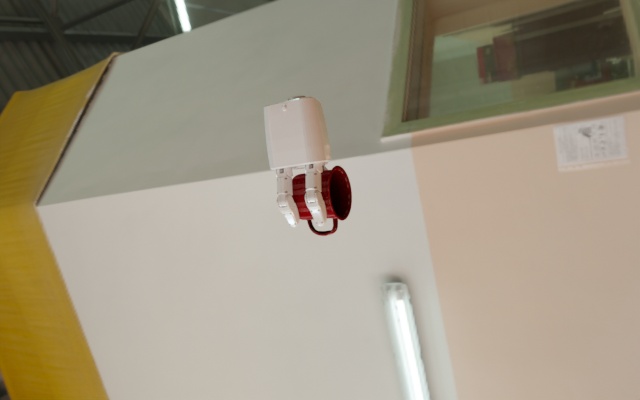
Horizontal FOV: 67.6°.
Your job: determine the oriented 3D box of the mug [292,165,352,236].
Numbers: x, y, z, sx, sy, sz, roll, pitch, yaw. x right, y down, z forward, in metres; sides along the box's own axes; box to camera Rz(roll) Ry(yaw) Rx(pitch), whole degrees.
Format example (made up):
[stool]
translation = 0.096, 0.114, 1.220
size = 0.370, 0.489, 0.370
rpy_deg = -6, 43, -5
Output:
[mug]
translation = 0.000, 0.004, 0.820
size = 0.081, 0.117, 0.093
rpy_deg = -6, 3, 27
